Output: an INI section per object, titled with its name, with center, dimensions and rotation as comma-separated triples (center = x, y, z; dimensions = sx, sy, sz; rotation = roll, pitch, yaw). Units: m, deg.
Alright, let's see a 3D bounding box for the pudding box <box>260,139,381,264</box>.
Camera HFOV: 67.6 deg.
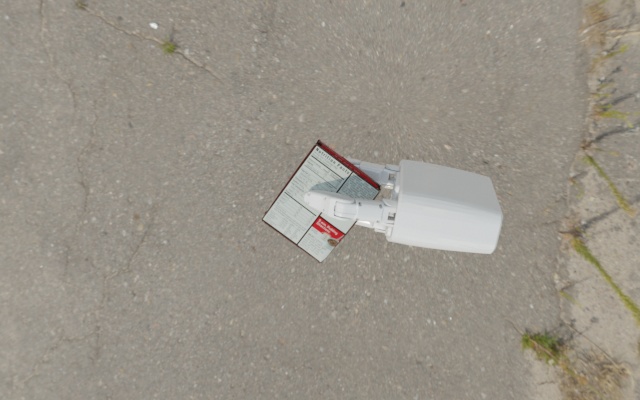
[pudding box]
center = 0.000, 0.002, 0.540
dimensions = 0.090, 0.113, 0.039
rotation = 37, 13, -3
